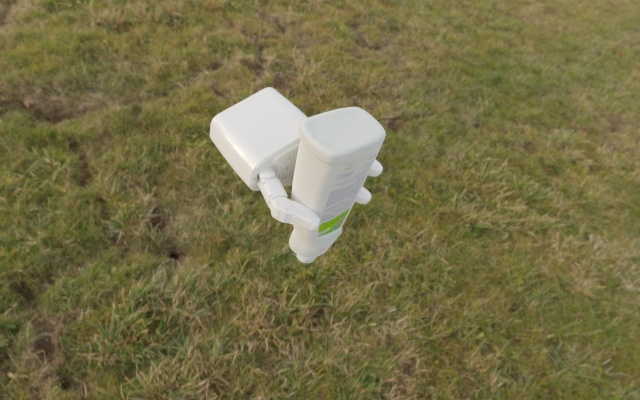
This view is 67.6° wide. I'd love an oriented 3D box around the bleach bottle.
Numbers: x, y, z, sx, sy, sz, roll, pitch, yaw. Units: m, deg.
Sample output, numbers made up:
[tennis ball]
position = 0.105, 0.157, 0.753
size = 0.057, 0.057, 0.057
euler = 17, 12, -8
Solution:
[bleach bottle]
position = 0.000, 0.002, 0.616
size = 0.102, 0.068, 0.251
euler = -23, -31, -33
